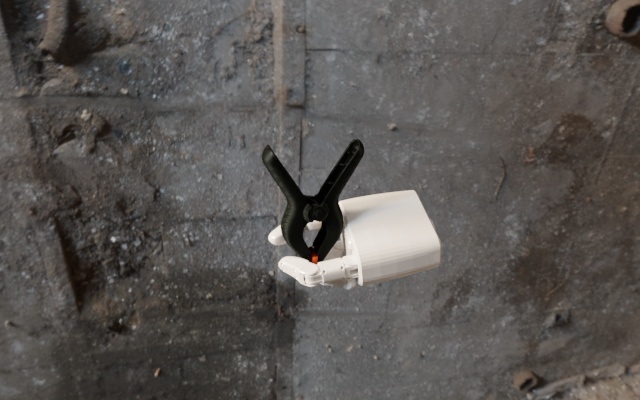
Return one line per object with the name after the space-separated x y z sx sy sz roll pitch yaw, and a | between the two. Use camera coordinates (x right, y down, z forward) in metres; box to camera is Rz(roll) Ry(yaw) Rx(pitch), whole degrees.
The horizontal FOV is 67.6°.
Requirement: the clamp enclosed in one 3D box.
0.000 0.002 0.581 0.120 0.172 0.039 -11 31 -6 | clamp
